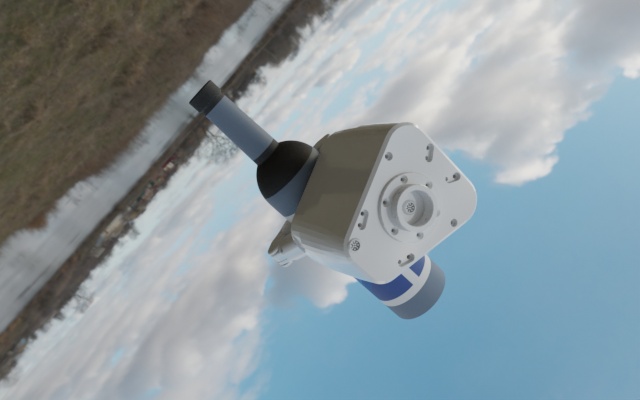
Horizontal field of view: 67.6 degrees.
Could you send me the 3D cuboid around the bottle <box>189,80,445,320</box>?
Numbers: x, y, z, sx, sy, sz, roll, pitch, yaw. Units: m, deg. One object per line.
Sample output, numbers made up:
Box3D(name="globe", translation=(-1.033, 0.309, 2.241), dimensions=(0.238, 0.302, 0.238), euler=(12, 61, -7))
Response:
Box3D(name="bottle", translation=(0.000, 0.002, 0.452), dimensions=(0.296, 0.069, 0.069), euler=(42, -16, -18))
